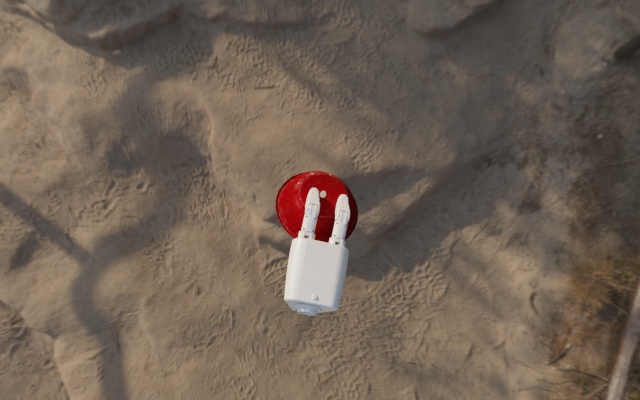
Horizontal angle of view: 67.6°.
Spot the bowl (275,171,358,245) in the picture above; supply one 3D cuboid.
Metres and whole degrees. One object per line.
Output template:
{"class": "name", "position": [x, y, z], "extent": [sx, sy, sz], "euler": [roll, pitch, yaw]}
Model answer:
{"class": "bowl", "position": [0.000, 0.002, 0.887], "extent": [0.162, 0.162, 0.055], "euler": [0, -28, -16]}
